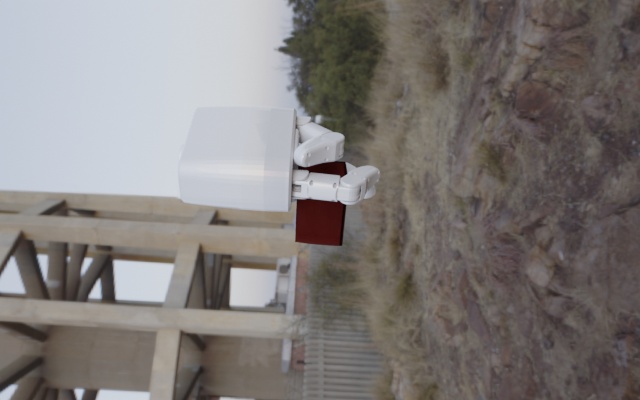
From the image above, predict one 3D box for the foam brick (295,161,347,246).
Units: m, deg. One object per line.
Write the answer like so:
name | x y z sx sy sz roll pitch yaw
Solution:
foam brick | 0.000 0.002 0.510 0.051 0.078 0.053 2 31 -2
